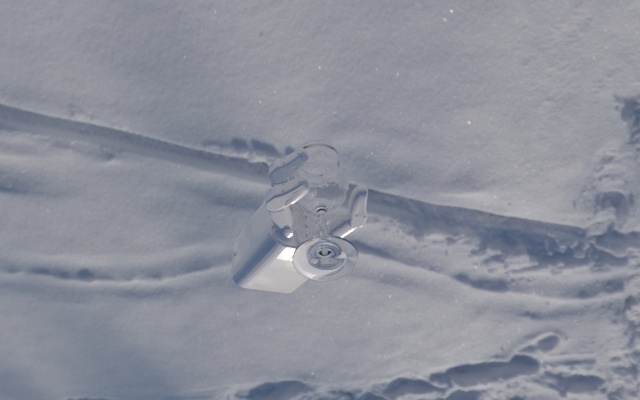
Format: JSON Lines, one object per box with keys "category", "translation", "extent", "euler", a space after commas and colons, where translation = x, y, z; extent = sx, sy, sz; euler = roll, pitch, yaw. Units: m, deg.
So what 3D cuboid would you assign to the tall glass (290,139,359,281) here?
{"category": "tall glass", "translation": [0.000, 0.002, 0.605], "extent": [0.079, 0.079, 0.200], "euler": [0, 40, -4]}
